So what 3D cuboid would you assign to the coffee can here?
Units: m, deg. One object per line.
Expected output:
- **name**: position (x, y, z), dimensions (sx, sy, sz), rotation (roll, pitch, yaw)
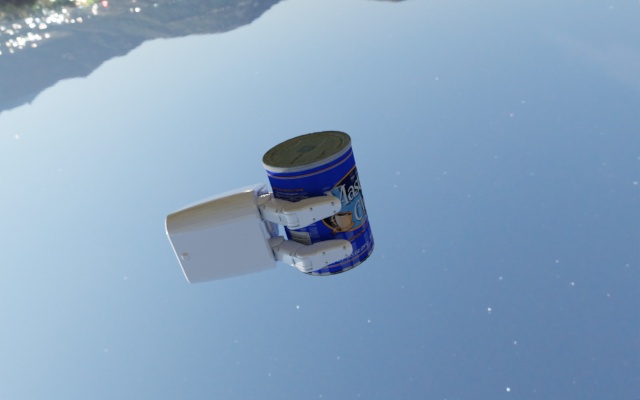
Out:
- **coffee can**: position (0.000, 0.002, 0.562), dimensions (0.103, 0.140, 0.102), rotation (-12, 25, 6)
